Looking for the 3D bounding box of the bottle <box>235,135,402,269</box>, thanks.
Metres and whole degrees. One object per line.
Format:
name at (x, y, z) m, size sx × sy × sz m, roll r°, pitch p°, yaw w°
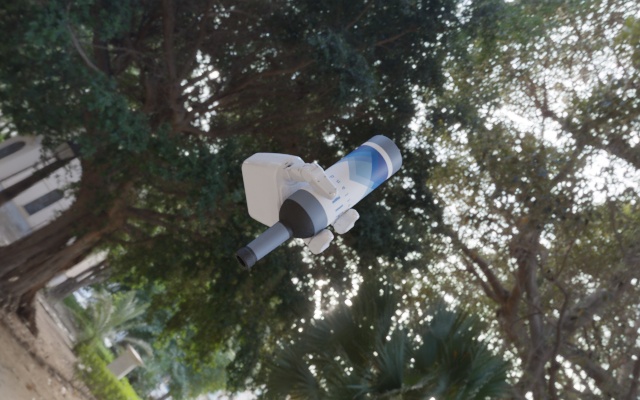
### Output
bottle at (0.000, 0.002, 0.695) m, size 0.295 × 0.069 × 0.069 m, roll -37°, pitch 19°, yaw -28°
